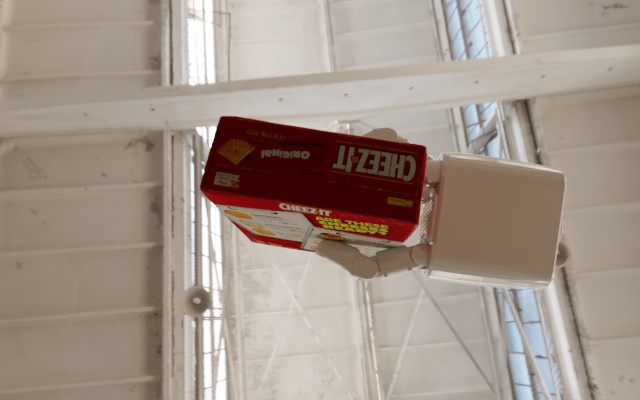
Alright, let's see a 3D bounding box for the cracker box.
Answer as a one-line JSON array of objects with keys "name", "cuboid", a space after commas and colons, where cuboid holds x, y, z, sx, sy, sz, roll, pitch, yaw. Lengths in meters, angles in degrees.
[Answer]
[{"name": "cracker box", "cuboid": [0.000, 0.002, 0.453, 0.164, 0.072, 0.214, 9, -15, 4]}]
